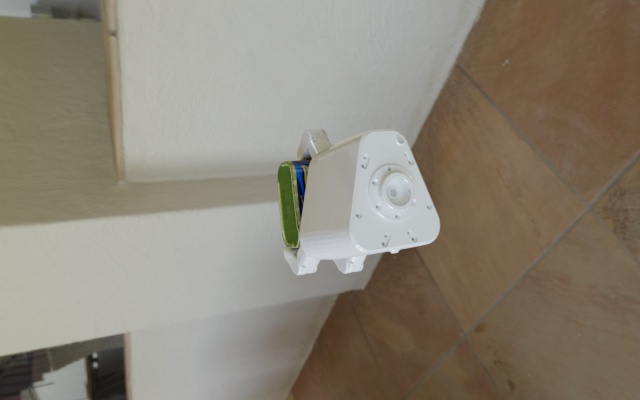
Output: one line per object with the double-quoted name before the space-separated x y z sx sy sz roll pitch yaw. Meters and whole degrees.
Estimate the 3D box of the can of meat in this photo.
"can of meat" 0.000 0.002 0.545 0.084 0.102 0.057 -5 -3 -25
